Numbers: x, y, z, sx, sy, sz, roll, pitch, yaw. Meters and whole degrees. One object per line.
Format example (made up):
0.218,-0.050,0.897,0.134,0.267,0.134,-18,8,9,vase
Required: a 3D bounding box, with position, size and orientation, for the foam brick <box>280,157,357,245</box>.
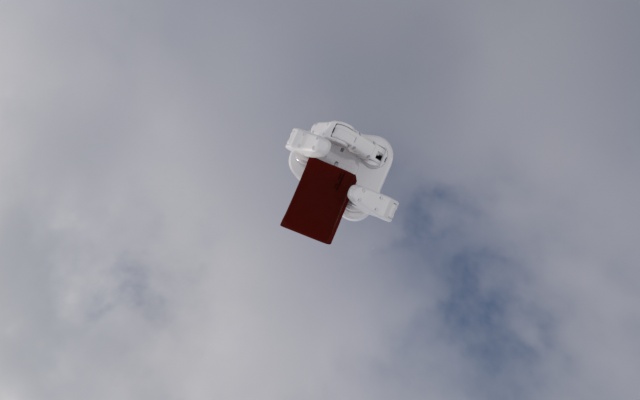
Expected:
0.000,0.002,0.497,0.053,0.078,0.051,23,-3,7,foam brick
